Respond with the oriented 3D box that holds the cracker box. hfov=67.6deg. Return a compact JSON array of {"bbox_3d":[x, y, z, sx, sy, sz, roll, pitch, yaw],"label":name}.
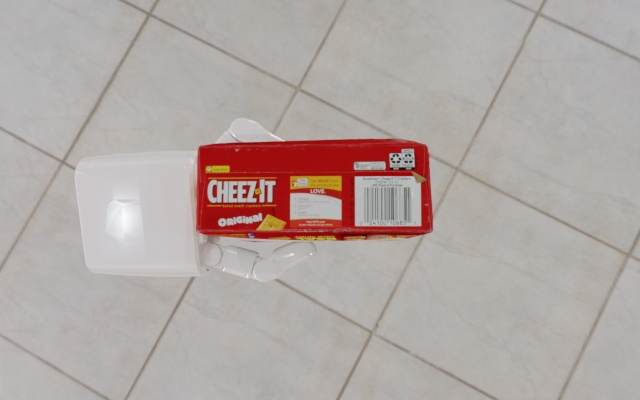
[{"bbox_3d":[0.000,0.002,0.429,0.164,0.072,0.214,-1,-6,3],"label":"cracker box"}]
